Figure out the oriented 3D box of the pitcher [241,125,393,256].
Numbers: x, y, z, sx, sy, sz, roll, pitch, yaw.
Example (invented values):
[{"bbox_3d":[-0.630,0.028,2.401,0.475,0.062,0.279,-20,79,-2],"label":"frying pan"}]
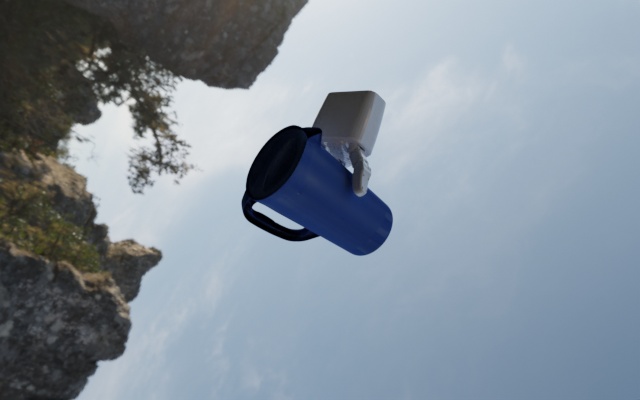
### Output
[{"bbox_3d":[0.000,0.002,0.786,0.243,0.145,0.149,35,-27,-34],"label":"pitcher"}]
